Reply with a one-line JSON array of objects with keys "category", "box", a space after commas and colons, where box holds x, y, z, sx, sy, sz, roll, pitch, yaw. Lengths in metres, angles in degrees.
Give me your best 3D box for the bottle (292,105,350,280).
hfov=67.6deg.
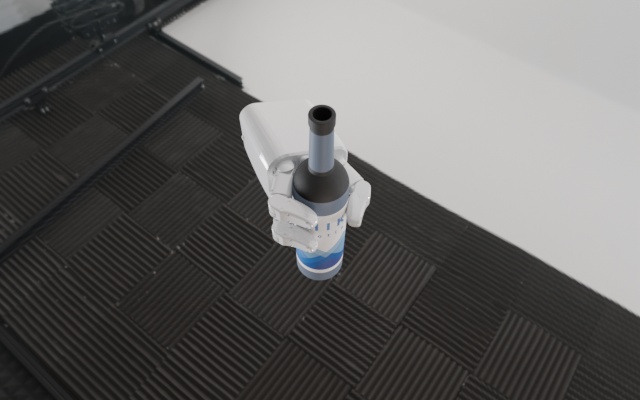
[{"category": "bottle", "box": [0.000, 0.002, 0.579, 0.069, 0.069, 0.296, 0, -35, -1]}]
